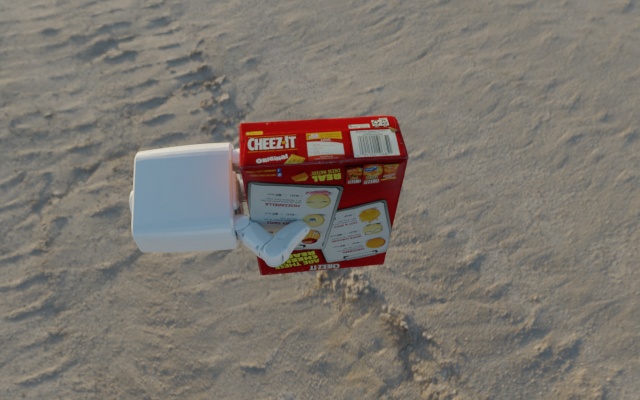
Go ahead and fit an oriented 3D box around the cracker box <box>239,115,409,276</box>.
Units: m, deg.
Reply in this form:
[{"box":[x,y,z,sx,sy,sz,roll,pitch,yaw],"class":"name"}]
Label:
[{"box":[0.000,0.002,0.553,0.164,0.072,0.214,-4,-36,-4],"class":"cracker box"}]
